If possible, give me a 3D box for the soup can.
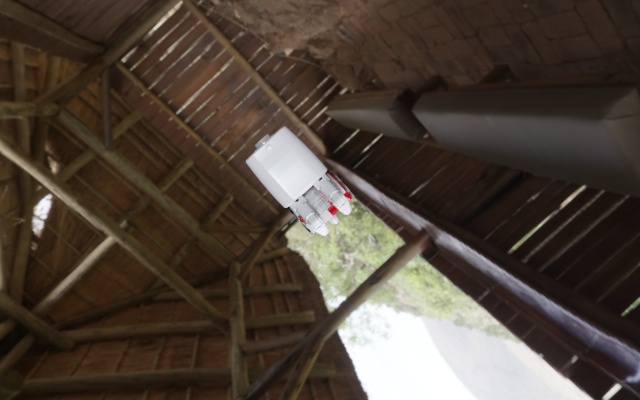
[{"bbox_3d":[0.000,0.003,0.854,0.102,0.068,0.068,-42,1,-1],"label":"soup can"}]
